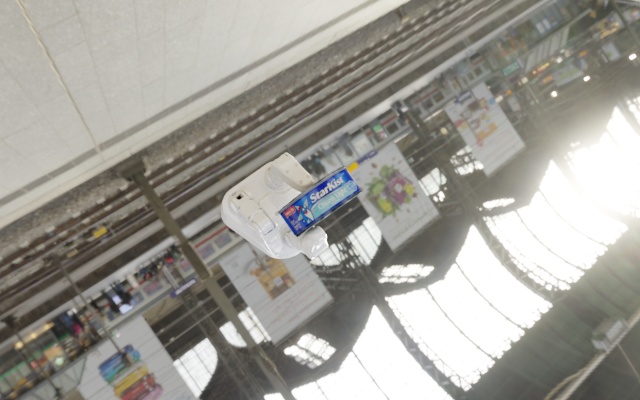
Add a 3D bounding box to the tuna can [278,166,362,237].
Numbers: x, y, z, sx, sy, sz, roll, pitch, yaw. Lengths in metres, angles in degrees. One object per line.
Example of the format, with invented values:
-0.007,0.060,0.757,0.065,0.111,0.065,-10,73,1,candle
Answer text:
0.000,0.002,0.499,0.086,0.034,0.086,-35,-2,-2,tuna can
